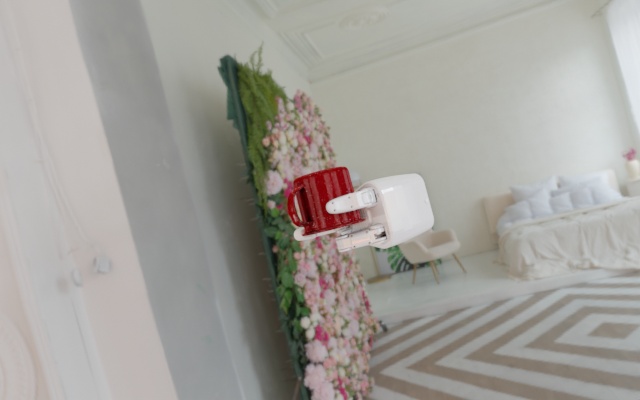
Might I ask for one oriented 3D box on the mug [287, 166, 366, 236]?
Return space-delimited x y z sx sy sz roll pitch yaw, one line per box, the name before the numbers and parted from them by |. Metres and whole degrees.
mug | -0.001 0.002 0.669 0.117 0.081 0.093 -13 -2 -41
